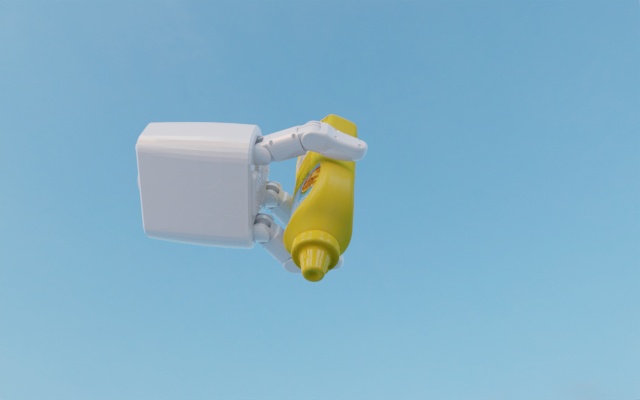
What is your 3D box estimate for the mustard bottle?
[{"bbox_3d":[0.000,0.001,0.457,0.058,0.096,0.191,23,36,-12],"label":"mustard bottle"}]
